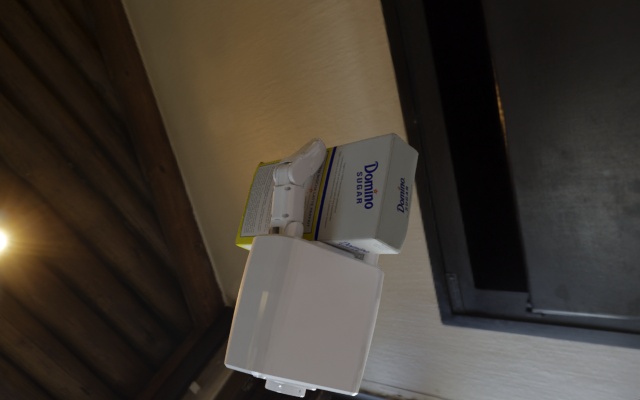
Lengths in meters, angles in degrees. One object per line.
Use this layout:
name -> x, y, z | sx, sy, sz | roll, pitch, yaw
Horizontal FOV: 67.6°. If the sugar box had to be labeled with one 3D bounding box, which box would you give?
sugar box -> 0.000, 0.002, 0.438 | 0.176, 0.093, 0.048 | -5, -25, 42
